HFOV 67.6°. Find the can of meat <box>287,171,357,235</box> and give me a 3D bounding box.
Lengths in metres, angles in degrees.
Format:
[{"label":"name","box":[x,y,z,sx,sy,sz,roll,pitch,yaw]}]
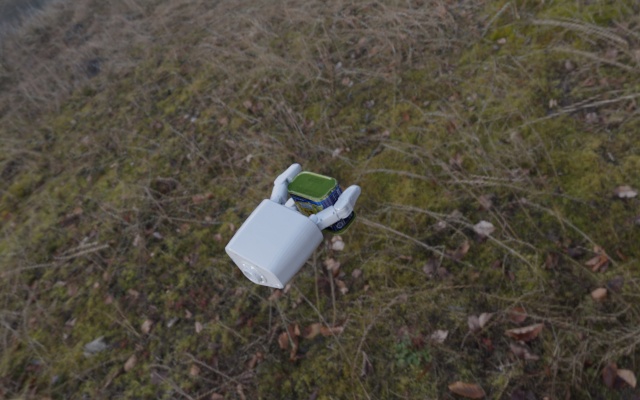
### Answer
[{"label":"can of meat","box":[0.000,0.002,0.802,0.102,0.057,0.084,17,-33,44]}]
